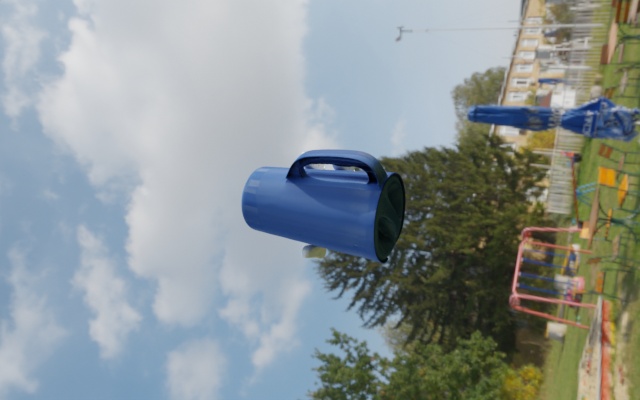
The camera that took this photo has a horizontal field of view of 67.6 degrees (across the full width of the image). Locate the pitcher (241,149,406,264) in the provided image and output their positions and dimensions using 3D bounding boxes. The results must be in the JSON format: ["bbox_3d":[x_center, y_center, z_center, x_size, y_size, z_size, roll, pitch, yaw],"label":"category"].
[{"bbox_3d":[0.000,0.003,0.739,0.243,0.149,0.145,8,-3,26],"label":"pitcher"}]
